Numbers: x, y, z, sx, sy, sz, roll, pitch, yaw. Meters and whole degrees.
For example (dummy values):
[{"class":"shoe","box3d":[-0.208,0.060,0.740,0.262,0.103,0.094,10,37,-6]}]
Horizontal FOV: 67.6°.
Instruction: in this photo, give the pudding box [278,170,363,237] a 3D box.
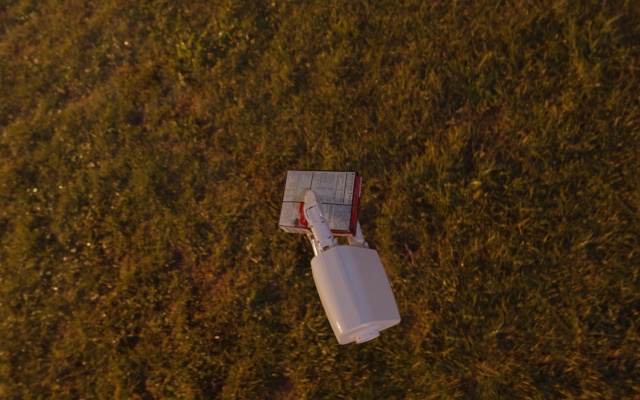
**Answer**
[{"class":"pudding box","box3d":[0.000,0.002,0.690,0.113,0.090,0.039,3,-15,19]}]
